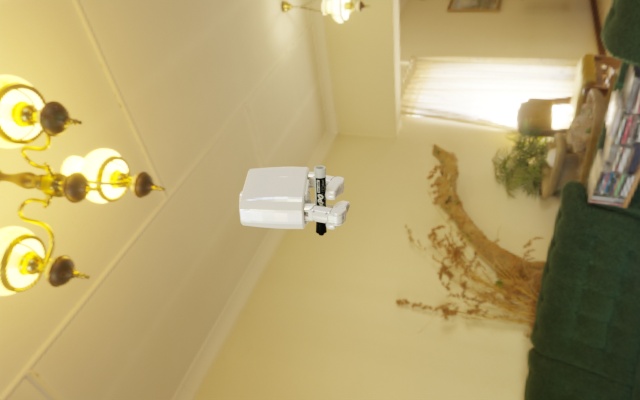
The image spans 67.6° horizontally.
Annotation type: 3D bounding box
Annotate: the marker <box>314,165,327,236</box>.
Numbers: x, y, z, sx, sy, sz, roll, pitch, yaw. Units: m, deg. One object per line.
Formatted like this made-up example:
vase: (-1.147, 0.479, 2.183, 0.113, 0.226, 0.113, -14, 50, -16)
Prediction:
marker: (0.000, 0.003, 0.779, 0.020, 0.121, 0.020, -1, 25, 0)
